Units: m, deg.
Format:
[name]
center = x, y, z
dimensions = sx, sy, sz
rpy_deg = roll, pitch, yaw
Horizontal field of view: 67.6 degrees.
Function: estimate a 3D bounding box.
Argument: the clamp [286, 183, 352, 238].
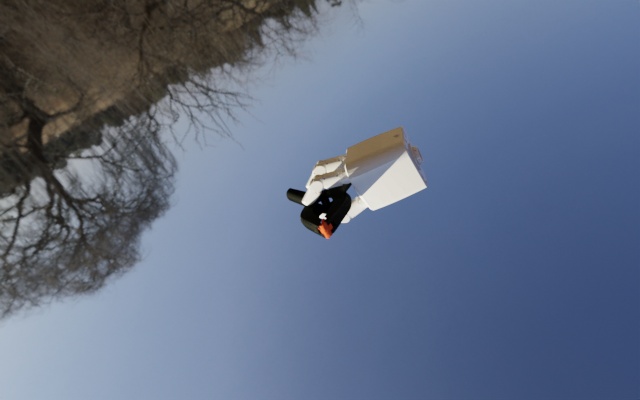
[clamp]
center = 0.001, 0.004, 0.851
dimensions = 0.164, 0.036, 0.209
rpy_deg = -22, 26, 19
